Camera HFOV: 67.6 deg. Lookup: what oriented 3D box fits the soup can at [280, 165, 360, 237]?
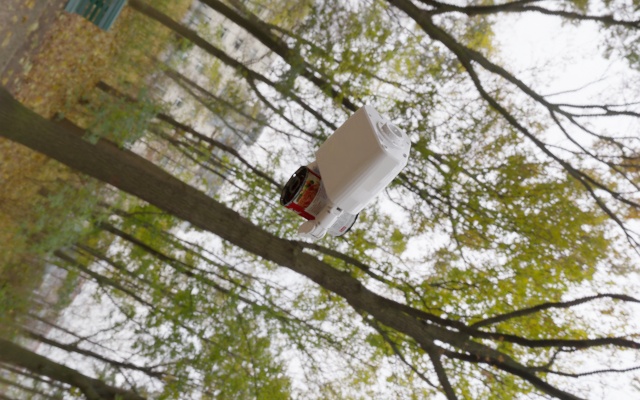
[{"bbox_3d":[0.000,0.003,0.710,0.102,0.068,0.068,32,-13,-22],"label":"soup can"}]
